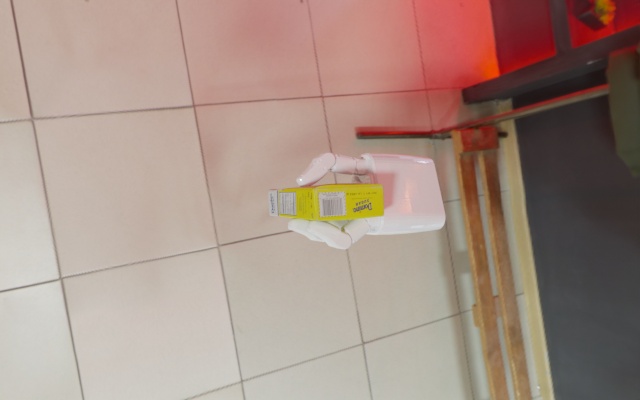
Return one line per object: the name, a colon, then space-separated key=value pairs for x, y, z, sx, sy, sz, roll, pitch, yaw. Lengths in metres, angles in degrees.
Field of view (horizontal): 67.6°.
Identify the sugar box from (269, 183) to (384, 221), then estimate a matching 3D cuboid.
sugar box: x=0.000 y=0.003 z=0.640 sx=0.093 sy=0.048 sz=0.176 roll=-2 pitch=-1 yaw=-23
